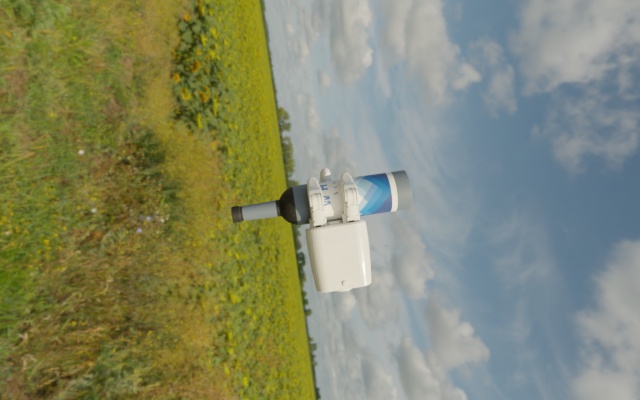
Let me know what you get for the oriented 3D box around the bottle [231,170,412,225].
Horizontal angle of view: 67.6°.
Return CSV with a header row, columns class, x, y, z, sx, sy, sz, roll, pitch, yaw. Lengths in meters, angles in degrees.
class,x,y,z,sx,sy,sz,roll,pitch,yaw
bottle,0.000,0.002,0.798,0.296,0.069,0.069,-8,0,-4
